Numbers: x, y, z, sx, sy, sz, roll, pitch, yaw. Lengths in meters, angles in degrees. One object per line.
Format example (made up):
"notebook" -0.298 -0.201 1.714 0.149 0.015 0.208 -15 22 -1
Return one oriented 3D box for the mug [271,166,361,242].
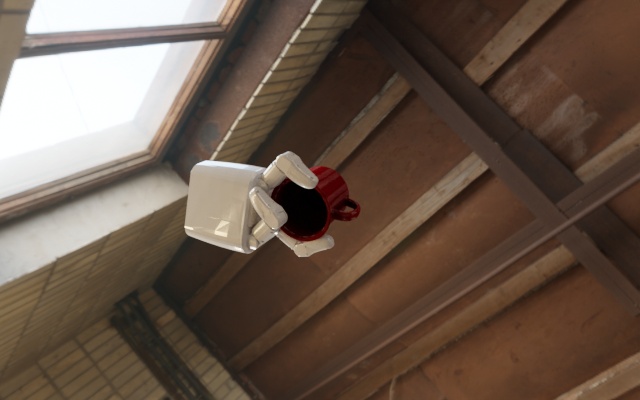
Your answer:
"mug" 0.002 0.002 0.668 0.117 0.093 0.081 12 24 23
